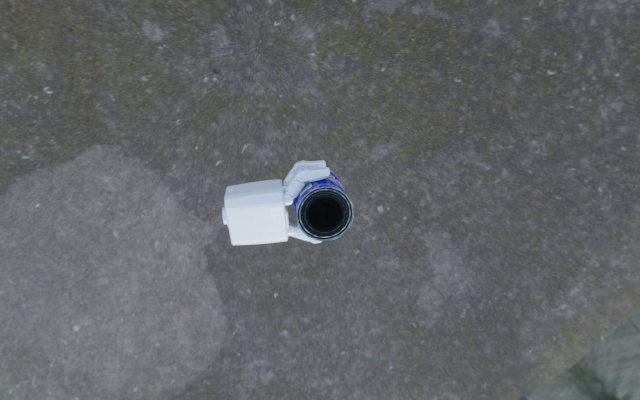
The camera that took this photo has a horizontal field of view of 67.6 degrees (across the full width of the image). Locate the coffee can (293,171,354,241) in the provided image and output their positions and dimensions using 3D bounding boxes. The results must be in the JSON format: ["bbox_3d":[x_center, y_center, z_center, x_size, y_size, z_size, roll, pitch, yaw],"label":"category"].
[{"bbox_3d":[0.000,0.003,0.898,0.103,0.103,0.140,0,18,-7],"label":"coffee can"}]
